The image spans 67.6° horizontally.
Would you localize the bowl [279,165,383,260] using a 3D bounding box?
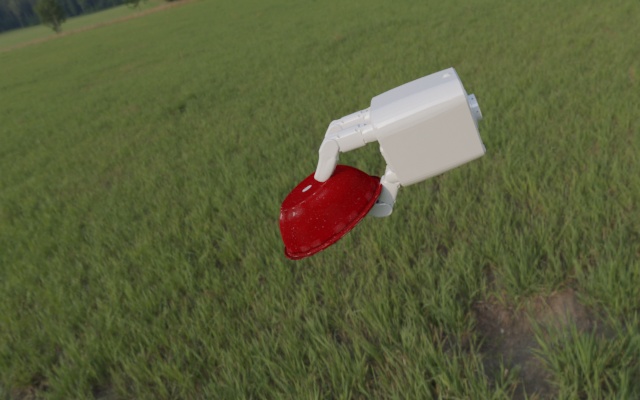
[{"bbox_3d":[-0.001,0.003,0.624,0.162,0.055,0.162,-36,17,13],"label":"bowl"}]
